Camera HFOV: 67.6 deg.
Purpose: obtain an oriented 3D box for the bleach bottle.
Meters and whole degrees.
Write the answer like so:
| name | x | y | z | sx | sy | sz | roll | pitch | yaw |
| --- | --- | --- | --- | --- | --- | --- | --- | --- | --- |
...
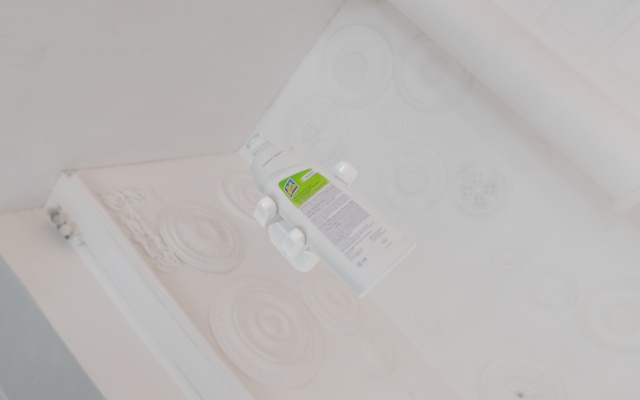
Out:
| name | x | y | z | sx | sy | sz | roll | pitch | yaw |
| --- | --- | --- | --- | --- | --- | --- | --- | --- | --- |
| bleach bottle | 0.000 | 0.002 | 0.623 | 0.102 | 0.251 | 0.068 | -38 | -14 | -22 |
